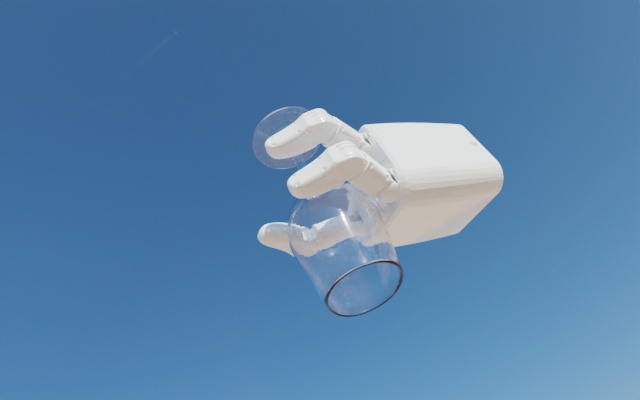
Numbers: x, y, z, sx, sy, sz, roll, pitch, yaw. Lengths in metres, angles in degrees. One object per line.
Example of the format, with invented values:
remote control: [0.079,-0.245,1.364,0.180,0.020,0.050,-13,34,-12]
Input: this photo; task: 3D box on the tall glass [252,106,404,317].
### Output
tall glass: [0.000,0.001,0.415,0.079,0.079,0.201,0,40,-25]
